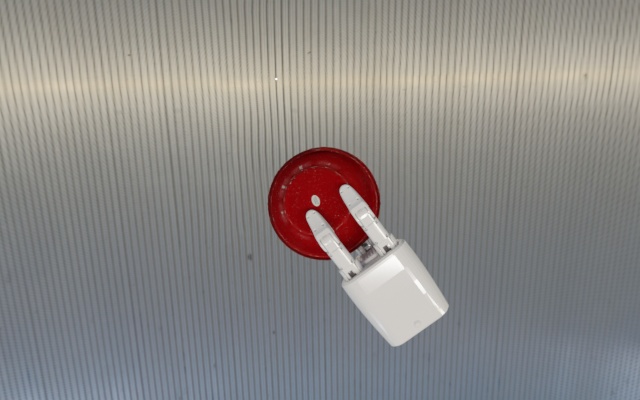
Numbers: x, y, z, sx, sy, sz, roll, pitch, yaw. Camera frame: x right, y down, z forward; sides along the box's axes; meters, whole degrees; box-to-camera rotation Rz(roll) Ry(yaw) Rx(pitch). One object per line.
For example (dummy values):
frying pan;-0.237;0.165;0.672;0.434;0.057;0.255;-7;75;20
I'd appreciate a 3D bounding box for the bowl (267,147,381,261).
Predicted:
bowl;-0.001;0.001;0.653;0.162;0.162;0.055;0;-4;9
